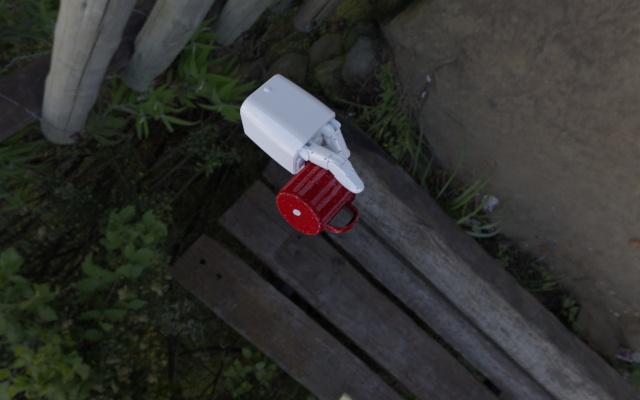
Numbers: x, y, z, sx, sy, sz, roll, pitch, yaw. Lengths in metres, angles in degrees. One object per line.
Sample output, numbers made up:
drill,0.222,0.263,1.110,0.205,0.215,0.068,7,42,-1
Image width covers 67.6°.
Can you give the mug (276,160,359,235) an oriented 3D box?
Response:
mug,0.001,0.003,0.685,0.117,0.081,0.093,39,-31,7
